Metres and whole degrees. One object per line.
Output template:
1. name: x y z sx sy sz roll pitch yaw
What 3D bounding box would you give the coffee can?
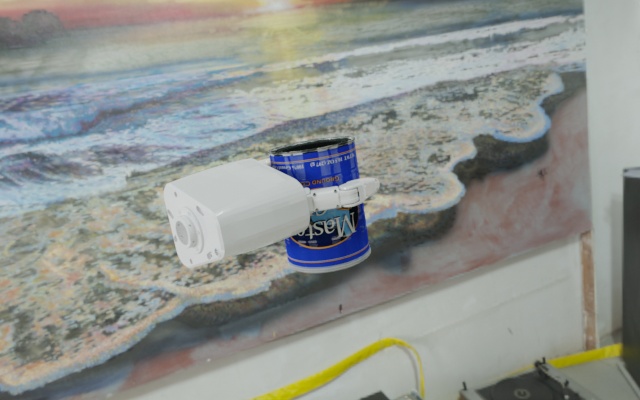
1. coffee can: 0.000 0.002 0.568 0.103 0.140 0.102 -9 13 2
